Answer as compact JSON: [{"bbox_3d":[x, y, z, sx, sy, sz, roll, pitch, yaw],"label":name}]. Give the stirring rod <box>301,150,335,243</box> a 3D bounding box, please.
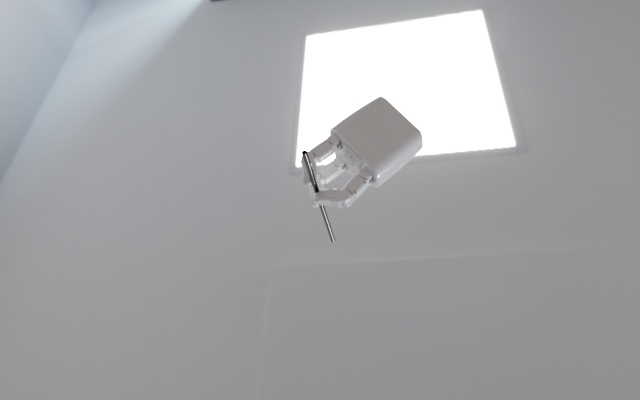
[{"bbox_3d":[0.000,0.002,0.754,0.011,0.011,0.240,0,-35,13],"label":"stirring rod"}]
